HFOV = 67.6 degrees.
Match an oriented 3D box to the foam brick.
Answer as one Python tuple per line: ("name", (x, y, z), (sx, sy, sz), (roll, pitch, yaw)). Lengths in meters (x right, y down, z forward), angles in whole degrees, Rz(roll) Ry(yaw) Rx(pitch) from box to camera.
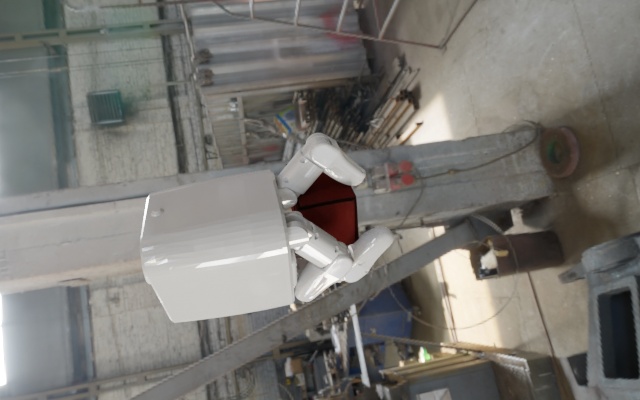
("foam brick", (0.000, 0.001, 0.441), (0.051, 0.053, 0.078), (-11, 34, -7))
